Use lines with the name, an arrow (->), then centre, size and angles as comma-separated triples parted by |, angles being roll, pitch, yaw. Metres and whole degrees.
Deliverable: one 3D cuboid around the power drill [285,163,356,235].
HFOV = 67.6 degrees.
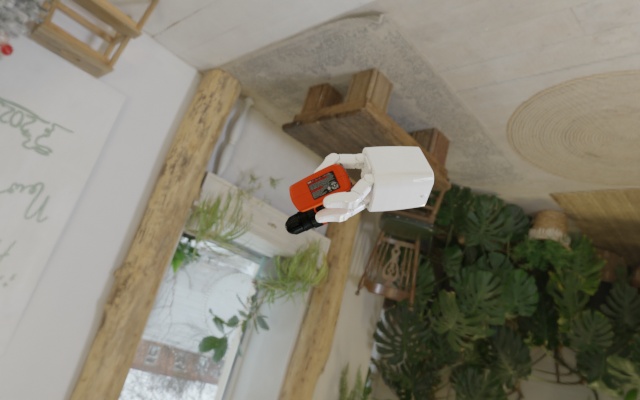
power drill -> 0.000, 0.003, 0.897 | 0.184, 0.057, 0.188 | -27, -15, 4
